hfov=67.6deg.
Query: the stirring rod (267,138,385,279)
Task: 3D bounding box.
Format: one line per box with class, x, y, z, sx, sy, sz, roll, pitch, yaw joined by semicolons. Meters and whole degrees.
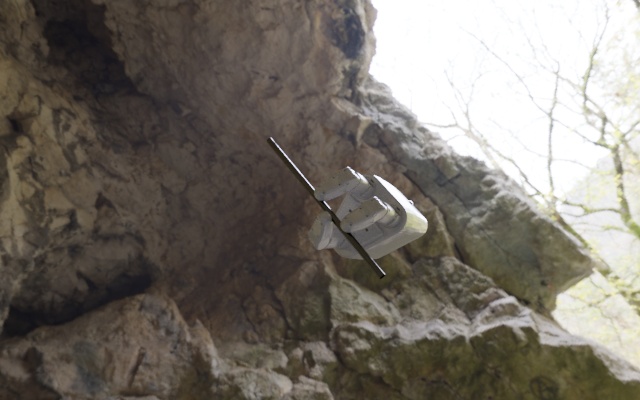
stirring rod;0.000;0.002;0.582;0.011;0.011;0.239;0;43;-52
